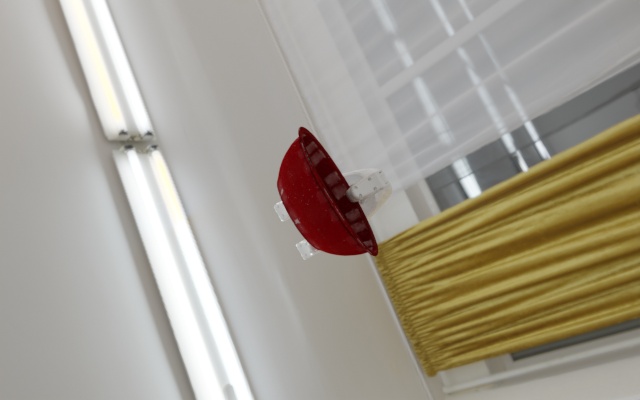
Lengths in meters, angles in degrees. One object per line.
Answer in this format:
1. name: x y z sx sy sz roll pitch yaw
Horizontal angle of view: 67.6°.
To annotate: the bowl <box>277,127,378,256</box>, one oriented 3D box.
1. bowl: -0.001 0.002 0.523 0.055 0.162 0.162 -31 -6 10
